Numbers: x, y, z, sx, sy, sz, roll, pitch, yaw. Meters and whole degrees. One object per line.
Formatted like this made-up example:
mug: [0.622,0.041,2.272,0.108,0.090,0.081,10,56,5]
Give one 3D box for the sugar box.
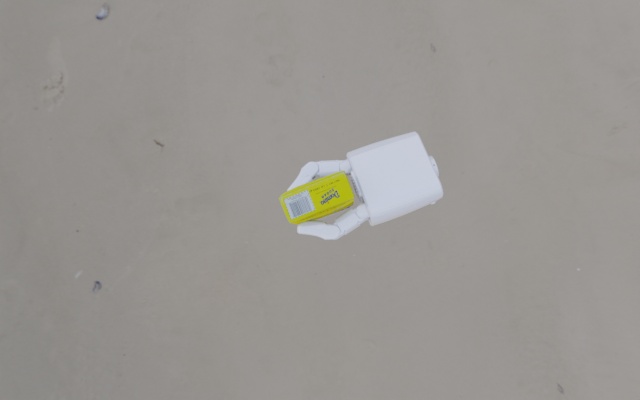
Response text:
sugar box: [0.000,0.003,0.696,0.093,0.048,0.176,-21,-8,2]
